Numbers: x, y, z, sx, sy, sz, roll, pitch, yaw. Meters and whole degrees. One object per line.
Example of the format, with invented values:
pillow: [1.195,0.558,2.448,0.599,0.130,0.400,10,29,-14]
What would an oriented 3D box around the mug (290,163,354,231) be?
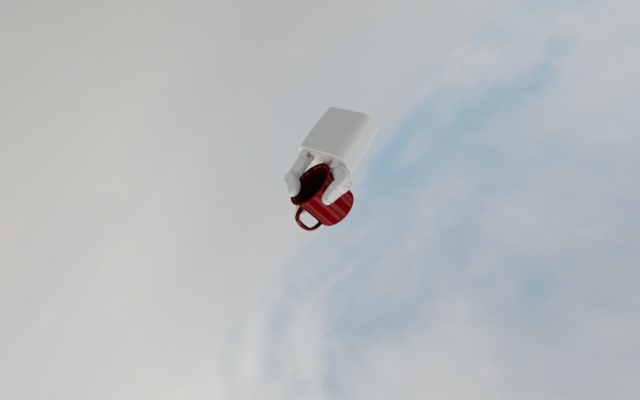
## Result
mug: [0.000,0.004,0.863,0.081,0.117,0.093,41,-16,-30]
